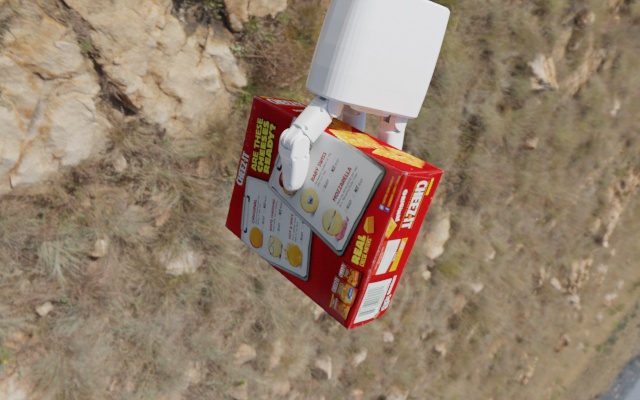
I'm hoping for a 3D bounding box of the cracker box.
[{"bbox_3d":[0.000,0.002,0.501,0.072,0.164,0.213,-5,29,-46],"label":"cracker box"}]
